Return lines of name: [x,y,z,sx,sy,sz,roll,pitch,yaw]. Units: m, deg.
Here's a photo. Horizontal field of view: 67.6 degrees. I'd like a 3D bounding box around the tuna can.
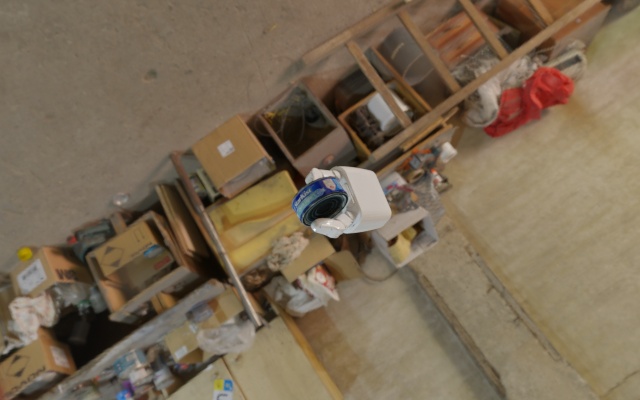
tuna can: [0.000,0.003,0.742,0.086,0.033,0.086,-25,-27,-14]
